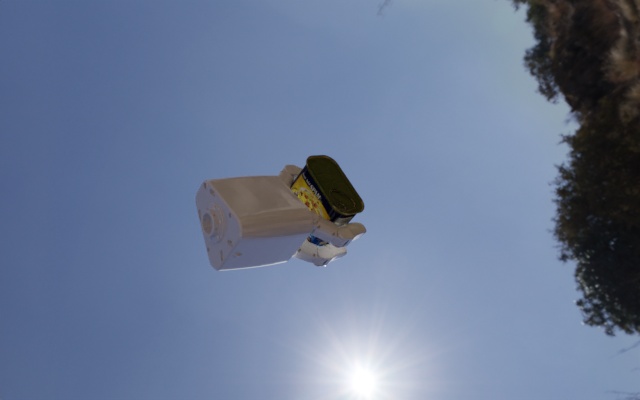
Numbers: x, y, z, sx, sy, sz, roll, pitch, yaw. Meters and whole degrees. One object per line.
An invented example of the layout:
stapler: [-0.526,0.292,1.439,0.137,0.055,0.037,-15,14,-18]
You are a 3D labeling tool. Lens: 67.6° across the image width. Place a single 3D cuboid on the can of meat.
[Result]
can of meat: [0.000,0.002,0.667,0.057,0.102,0.084,-9,-32,-44]
